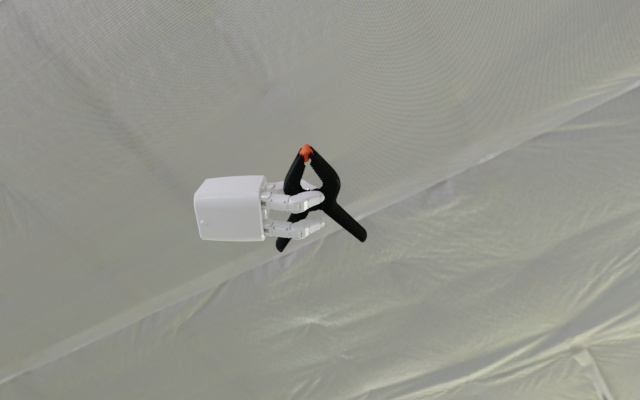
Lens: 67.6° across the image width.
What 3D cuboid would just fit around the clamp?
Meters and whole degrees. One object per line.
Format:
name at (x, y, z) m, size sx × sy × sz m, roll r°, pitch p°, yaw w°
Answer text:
clamp at (0.000, 0.002, 0.809) m, size 0.164 × 0.210 × 0.036 m, roll -2°, pitch 35°, yaw -2°
